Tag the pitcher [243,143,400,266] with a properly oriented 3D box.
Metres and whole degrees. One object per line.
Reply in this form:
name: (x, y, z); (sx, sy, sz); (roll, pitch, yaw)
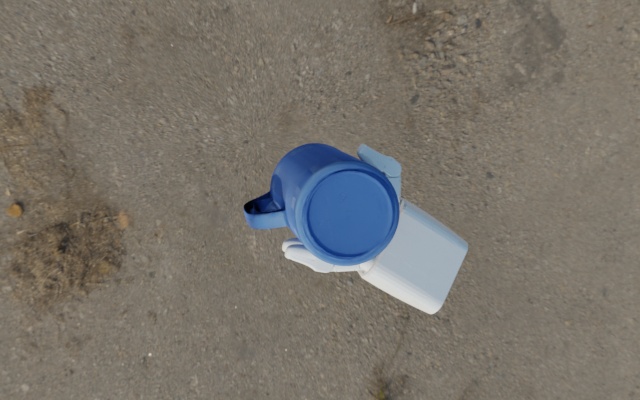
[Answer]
pitcher: (0.000, 0.002, 0.583); (0.145, 0.149, 0.243); (32, 2, -11)
